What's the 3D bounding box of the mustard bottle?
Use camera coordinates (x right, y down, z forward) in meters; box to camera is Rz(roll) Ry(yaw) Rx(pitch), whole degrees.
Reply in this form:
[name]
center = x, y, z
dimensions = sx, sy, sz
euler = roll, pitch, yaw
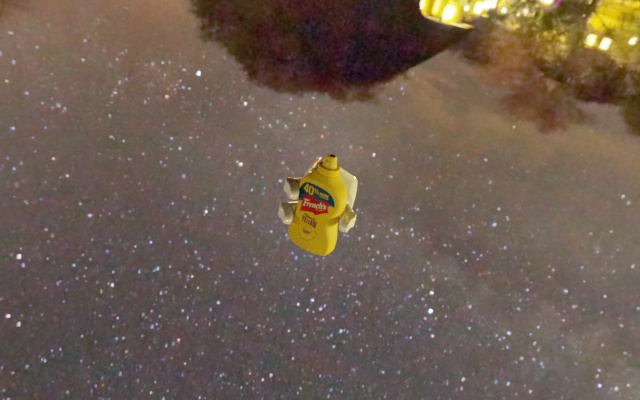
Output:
[mustard bottle]
center = 0.000, 0.003, 0.897
dimensions = 0.096, 0.192, 0.058
euler = 28, 29, 25
